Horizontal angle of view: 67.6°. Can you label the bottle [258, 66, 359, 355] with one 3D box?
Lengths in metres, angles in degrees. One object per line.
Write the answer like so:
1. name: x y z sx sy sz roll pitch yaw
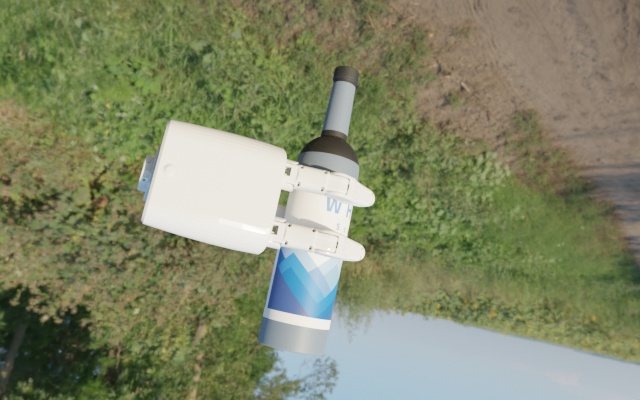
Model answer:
1. bottle: 0.000 0.002 0.492 0.069 0.295 0.069 11 -10 2
